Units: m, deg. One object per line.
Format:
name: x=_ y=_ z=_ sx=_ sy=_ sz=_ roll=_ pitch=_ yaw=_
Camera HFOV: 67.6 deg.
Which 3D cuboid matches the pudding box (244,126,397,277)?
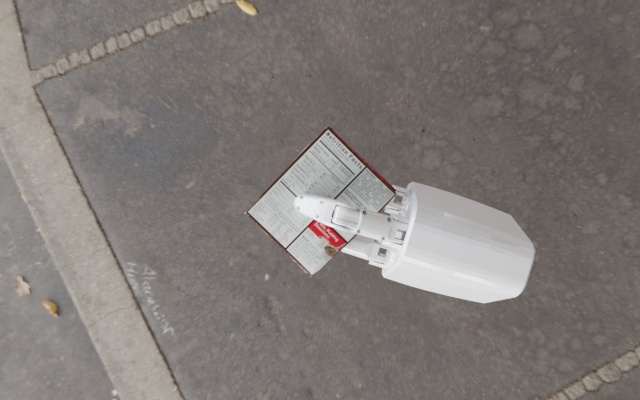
pudding box: x=0.000 y=0.002 z=0.445 sx=0.090 sy=0.113 sz=0.039 roll=45 pitch=1 yaw=0
